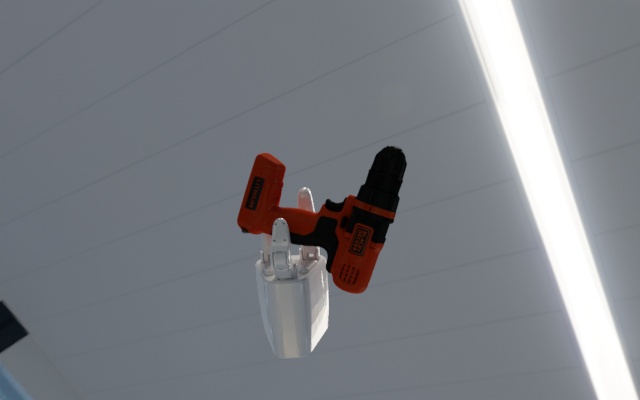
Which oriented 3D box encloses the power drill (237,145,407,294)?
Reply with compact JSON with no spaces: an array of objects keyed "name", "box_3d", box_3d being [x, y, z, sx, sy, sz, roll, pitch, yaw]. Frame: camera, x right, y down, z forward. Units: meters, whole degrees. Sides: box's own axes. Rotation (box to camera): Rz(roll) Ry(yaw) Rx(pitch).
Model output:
[{"name":"power drill","box_3d":[0.000,0.002,0.596,0.187,0.184,0.057,19,3,18]}]
